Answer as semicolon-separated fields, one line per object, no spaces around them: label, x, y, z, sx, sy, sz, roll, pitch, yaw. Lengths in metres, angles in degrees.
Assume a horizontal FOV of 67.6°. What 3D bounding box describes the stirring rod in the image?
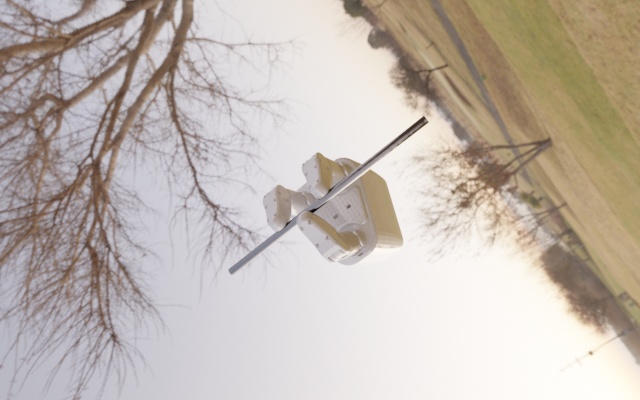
stirring rod;0.000;0.001;0.442;0.239;0.011;0.011;-38;-14;18
